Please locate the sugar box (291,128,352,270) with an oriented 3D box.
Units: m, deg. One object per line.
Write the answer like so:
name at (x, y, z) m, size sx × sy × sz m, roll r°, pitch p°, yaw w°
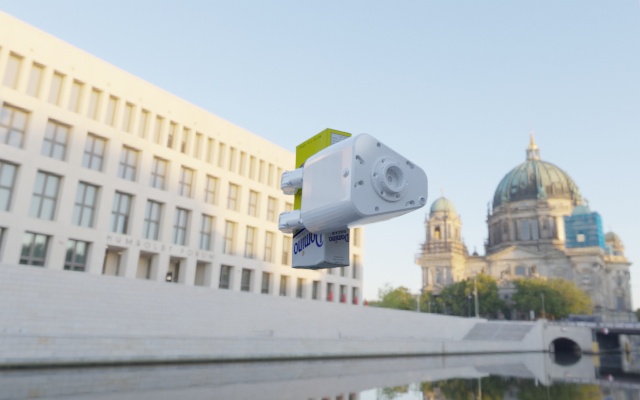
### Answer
sugar box at (0.000, 0.002, 0.639) m, size 0.048 × 0.176 × 0.093 m, roll 11°, pitch -16°, yaw -28°
